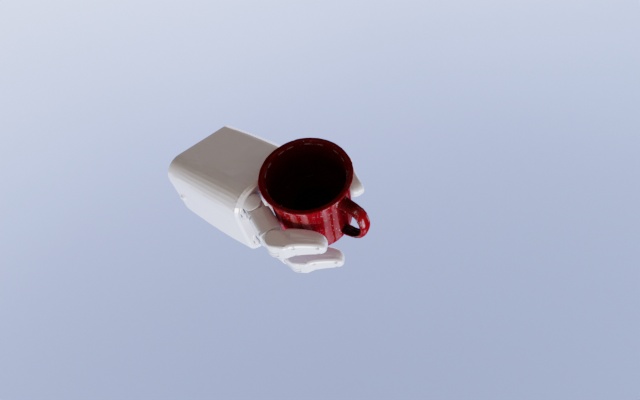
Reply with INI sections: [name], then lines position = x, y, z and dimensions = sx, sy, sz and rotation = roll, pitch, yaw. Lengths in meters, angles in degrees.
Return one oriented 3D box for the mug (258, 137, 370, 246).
[mug]
position = 0.001, 0.002, 0.486
dimensions = 0.117, 0.093, 0.082
rotation = 27, -26, 24
